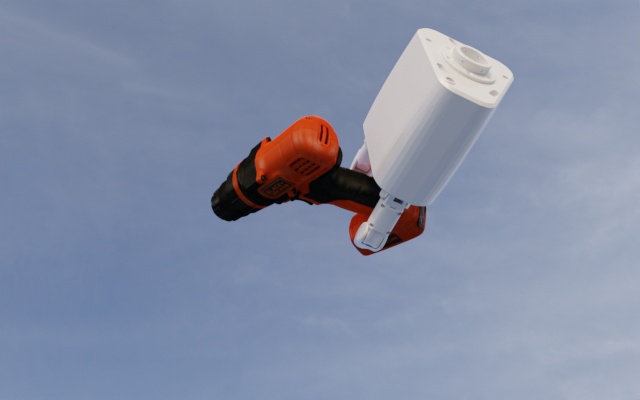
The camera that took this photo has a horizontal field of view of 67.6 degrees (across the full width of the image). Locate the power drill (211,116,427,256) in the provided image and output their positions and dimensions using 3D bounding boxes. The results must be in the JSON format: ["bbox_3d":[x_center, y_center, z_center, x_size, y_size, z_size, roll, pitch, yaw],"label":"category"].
[{"bbox_3d":[0.001,0.002,0.492,0.188,0.057,0.184,22,-32,-31],"label":"power drill"}]
